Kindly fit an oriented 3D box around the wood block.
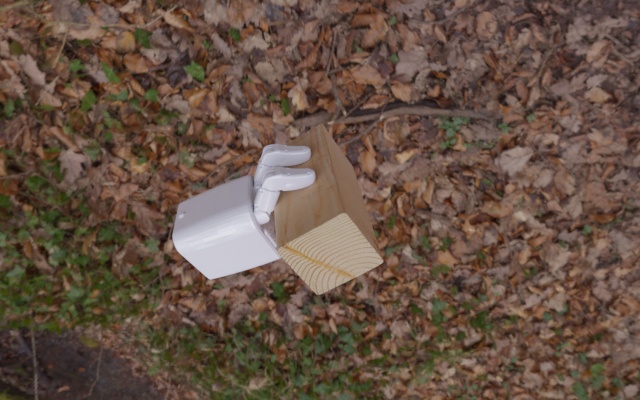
[{"bbox_3d":[0.000,0.002,0.603,0.090,0.091,0.206,-29,34,13],"label":"wood block"}]
